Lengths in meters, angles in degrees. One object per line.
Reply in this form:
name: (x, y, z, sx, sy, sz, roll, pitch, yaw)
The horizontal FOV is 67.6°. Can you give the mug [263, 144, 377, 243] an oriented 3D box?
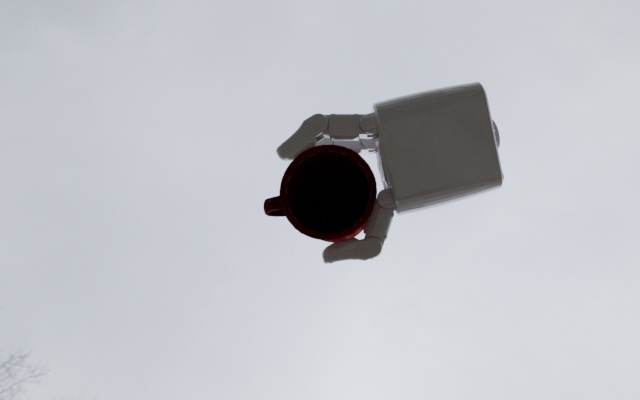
mug: (-0.001, 0.002, 0.491, 0.117, 0.093, 0.081, -12, -13, 5)
